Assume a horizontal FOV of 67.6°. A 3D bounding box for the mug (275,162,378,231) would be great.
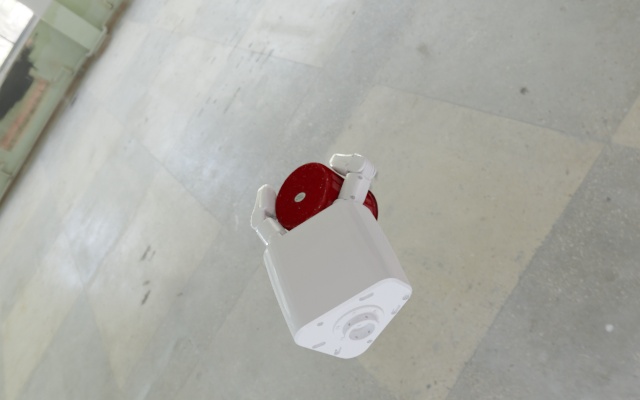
[{"bbox_3d":[0.000,0.001,0.545,0.081,0.093,0.117,32,21,-40],"label":"mug"}]
